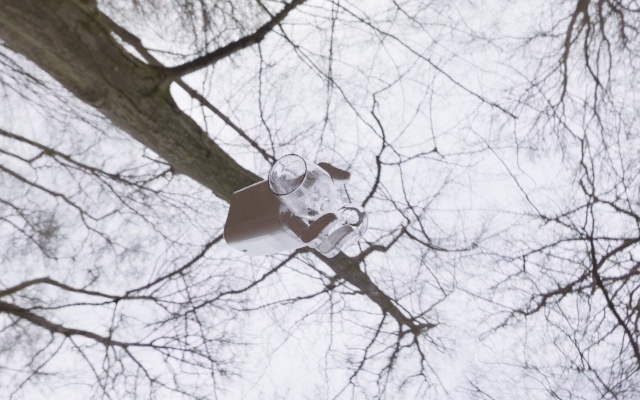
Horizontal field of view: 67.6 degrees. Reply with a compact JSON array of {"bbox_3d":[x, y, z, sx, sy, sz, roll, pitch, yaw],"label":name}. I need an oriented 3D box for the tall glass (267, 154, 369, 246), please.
[{"bbox_3d":[0.001,0.003,0.717,0.079,0.079,0.201,0,-22,29],"label":"tall glass"}]
